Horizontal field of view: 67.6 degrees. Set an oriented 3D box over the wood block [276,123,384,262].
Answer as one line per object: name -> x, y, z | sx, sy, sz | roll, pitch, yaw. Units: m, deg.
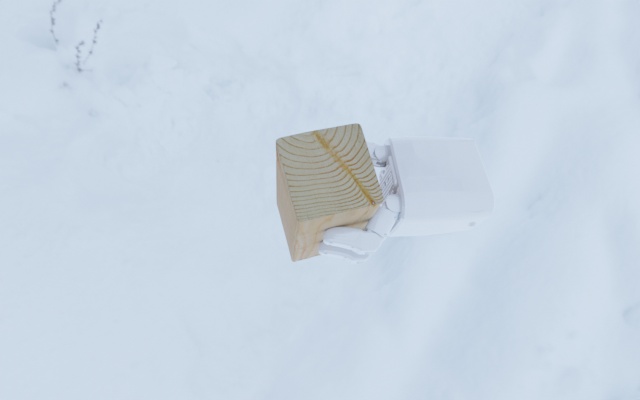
wood block -> 0.000, 0.001, 0.562 | 0.090, 0.090, 0.206 | -13, -17, -9
